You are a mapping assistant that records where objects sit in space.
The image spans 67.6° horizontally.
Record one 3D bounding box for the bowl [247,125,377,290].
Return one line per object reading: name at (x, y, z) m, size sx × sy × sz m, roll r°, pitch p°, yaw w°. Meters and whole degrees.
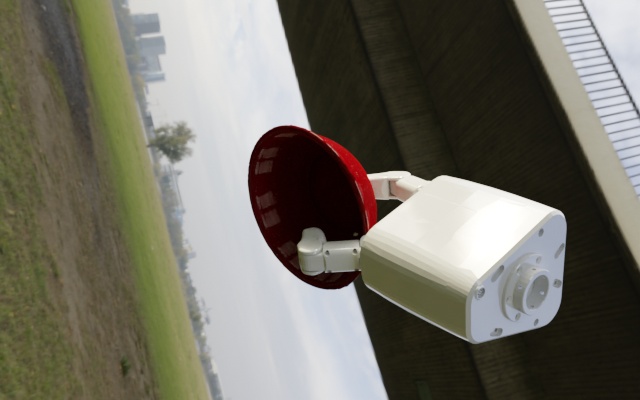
bowl at (-0.001, 0.001, 0.461) m, size 0.055 × 0.162 × 0.162 m, roll -25°, pitch 17°, yaw -40°
